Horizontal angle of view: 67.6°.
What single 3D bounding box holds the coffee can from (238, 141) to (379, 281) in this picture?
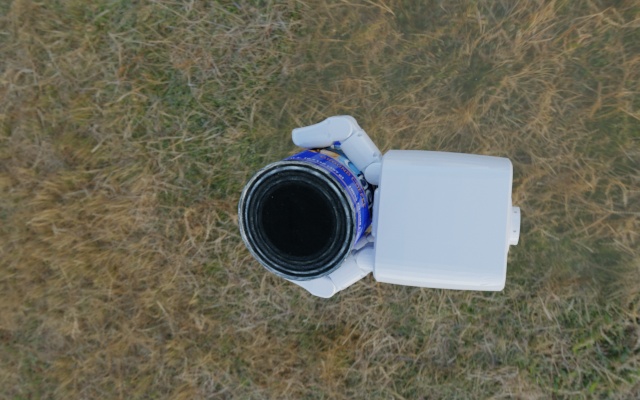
[{"bbox_3d":[0.000,0.001,0.449,0.103,0.103,0.140,0,14,18],"label":"coffee can"}]
